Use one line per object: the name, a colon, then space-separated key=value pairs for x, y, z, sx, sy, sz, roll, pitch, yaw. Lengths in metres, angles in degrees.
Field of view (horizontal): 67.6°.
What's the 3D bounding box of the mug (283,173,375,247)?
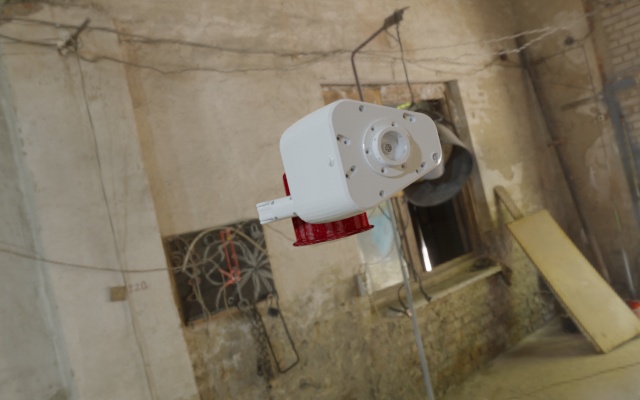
mug: x=-0.001 y=0.002 z=0.540 sx=0.093 sy=0.081 sz=0.117 roll=-13 pitch=0 yaw=-27
